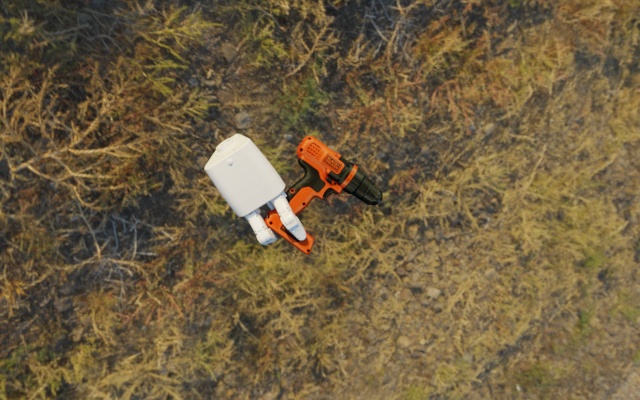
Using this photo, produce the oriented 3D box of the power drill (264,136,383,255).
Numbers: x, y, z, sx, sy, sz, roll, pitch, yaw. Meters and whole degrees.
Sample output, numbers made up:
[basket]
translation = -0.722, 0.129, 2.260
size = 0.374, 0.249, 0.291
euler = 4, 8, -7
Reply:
[power drill]
translation = 0.000, 0.003, 0.875
size = 0.184, 0.187, 0.057
euler = 36, -9, -7
